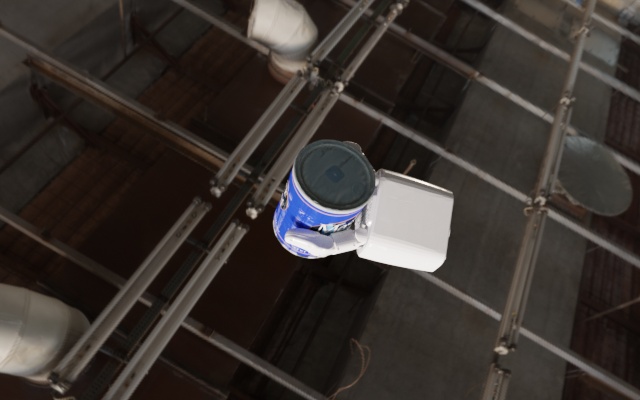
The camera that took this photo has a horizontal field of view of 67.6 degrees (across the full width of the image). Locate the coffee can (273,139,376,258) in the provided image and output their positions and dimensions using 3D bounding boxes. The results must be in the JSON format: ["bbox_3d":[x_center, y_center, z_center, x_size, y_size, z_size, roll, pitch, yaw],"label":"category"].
[{"bbox_3d":[0.000,0.002,0.627,0.103,0.102,0.140,0,-29,-17],"label":"coffee can"}]
